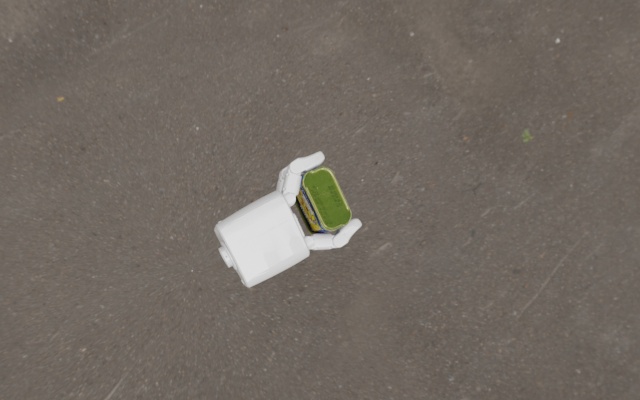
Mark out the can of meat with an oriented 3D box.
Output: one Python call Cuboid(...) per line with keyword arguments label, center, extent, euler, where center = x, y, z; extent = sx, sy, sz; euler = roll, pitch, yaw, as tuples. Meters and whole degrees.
Cuboid(label="can of meat", center=(0.000, 0.002, 0.744), extent=(0.057, 0.102, 0.084), euler=(-25, -1, -16))
